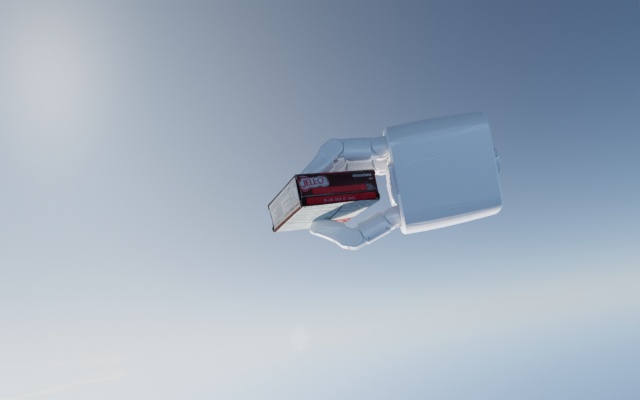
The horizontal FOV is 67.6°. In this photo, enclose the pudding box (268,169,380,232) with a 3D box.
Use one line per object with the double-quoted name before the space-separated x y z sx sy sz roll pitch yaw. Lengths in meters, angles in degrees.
"pudding box" 0.000 0.002 0.524 0.090 0.039 0.113 -4 -17 -22
